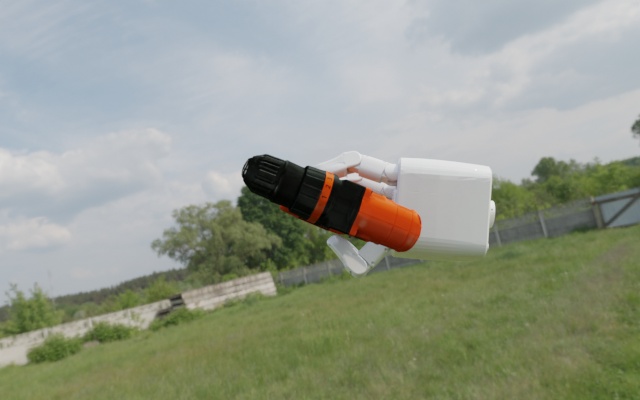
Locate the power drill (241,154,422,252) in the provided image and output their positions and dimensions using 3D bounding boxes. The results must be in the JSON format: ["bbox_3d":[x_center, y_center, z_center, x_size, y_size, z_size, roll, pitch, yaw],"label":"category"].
[{"bbox_3d":[0.000,0.002,0.531,0.184,0.057,0.187,23,-2,-9],"label":"power drill"}]
